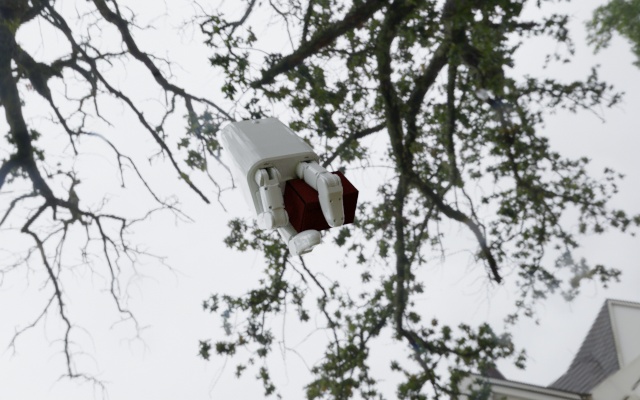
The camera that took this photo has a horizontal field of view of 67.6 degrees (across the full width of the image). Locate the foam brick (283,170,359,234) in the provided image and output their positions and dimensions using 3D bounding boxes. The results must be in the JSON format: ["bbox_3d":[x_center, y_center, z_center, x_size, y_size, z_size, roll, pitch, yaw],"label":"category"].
[{"bbox_3d":[0.000,0.002,0.592,0.078,0.053,0.051,-12,41,-28],"label":"foam brick"}]
